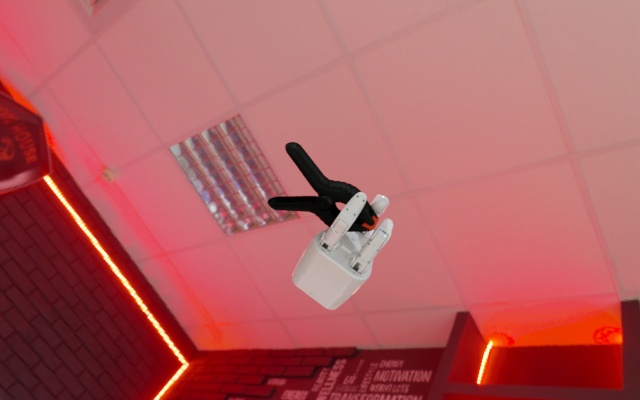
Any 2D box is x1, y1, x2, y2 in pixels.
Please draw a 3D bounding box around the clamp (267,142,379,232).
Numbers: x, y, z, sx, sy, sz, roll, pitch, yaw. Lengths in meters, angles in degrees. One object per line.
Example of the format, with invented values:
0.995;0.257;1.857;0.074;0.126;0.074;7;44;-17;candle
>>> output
0.001;0.002;0.704;0.171;0.120;0.039;36;43;4;clamp
